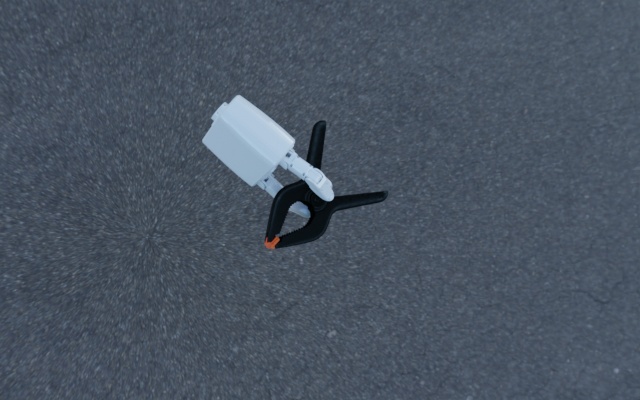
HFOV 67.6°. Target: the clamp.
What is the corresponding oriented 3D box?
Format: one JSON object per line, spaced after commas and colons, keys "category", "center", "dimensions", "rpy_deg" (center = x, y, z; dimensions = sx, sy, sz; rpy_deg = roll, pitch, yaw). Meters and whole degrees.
{"category": "clamp", "center": [0.000, 0.003, 0.737], "dimensions": [0.164, 0.210, 0.036], "rpy_deg": [40, -16, -10]}
